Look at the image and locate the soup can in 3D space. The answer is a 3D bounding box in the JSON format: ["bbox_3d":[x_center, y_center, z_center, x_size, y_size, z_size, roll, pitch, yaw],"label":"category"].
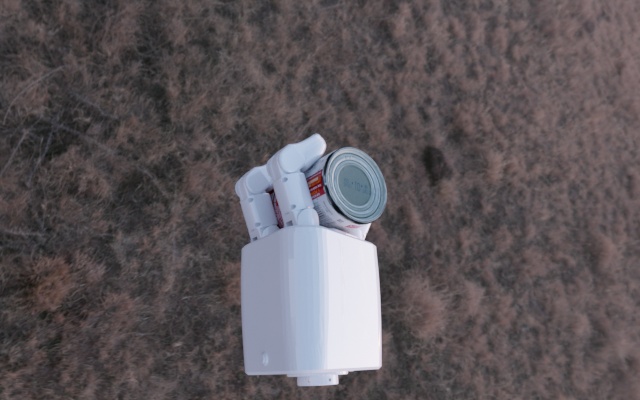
[{"bbox_3d":[0.000,0.001,0.423,0.068,0.068,0.102,0,-17,-38],"label":"soup can"}]
